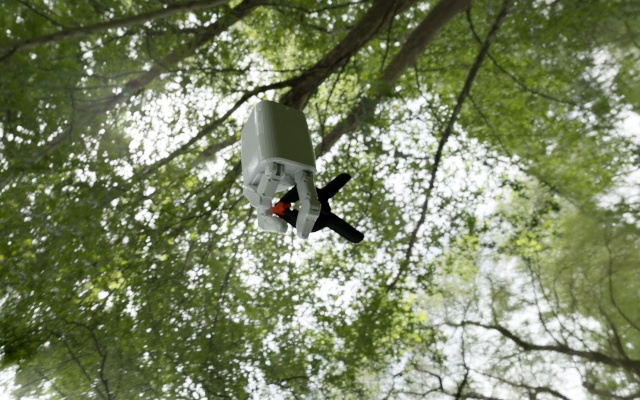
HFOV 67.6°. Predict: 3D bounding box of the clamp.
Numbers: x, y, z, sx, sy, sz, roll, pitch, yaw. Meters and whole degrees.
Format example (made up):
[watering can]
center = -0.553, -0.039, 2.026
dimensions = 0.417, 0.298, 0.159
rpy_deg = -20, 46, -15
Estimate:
[clamp]
center = 0.000, 0.003, 0.756
dimensions = 0.171, 0.120, 0.039
rpy_deg = 13, -31, -41
